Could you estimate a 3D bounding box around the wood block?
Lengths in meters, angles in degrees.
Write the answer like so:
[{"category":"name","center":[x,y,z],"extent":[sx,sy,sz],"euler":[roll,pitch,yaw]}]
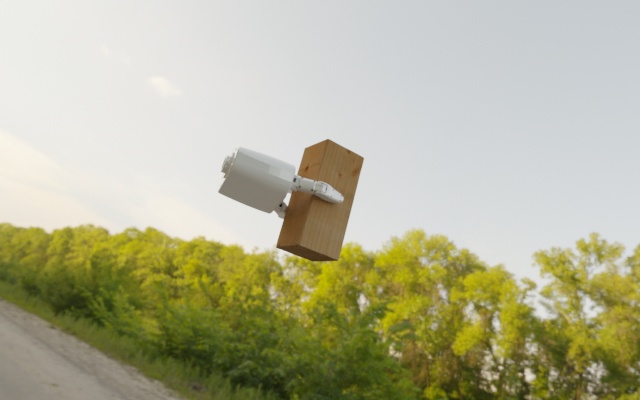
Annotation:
[{"category":"wood block","center":[0.000,0.003,0.895],"extent":[0.090,0.206,0.091],"euler":[25,-19,-28]}]
